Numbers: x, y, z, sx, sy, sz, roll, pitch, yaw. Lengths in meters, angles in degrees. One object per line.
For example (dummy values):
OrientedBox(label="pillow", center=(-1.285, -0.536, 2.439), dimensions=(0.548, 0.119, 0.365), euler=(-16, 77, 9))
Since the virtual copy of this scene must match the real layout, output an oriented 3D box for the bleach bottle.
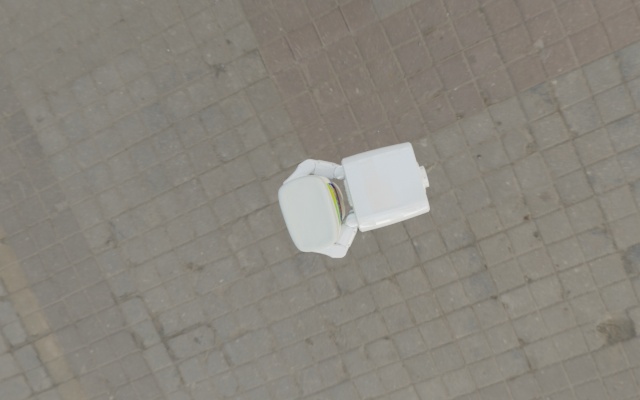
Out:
OrientedBox(label="bleach bottle", center=(0.000, 0.003, 0.736), dimensions=(0.068, 0.102, 0.251), euler=(-16, 6, 9))
